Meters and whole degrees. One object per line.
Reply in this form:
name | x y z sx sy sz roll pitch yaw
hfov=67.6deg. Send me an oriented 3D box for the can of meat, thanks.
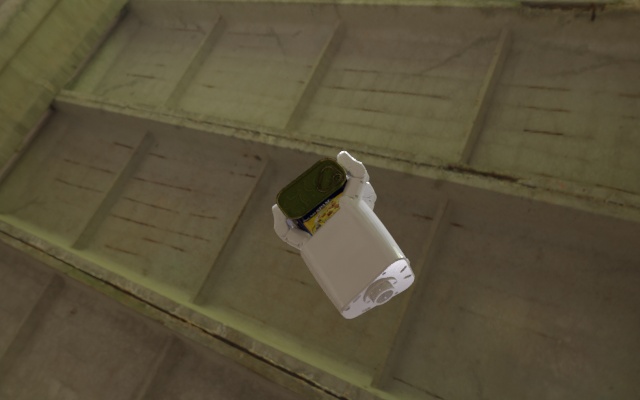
can of meat | 0.000 0.002 0.680 0.102 0.057 0.084 -38 -36 -3
